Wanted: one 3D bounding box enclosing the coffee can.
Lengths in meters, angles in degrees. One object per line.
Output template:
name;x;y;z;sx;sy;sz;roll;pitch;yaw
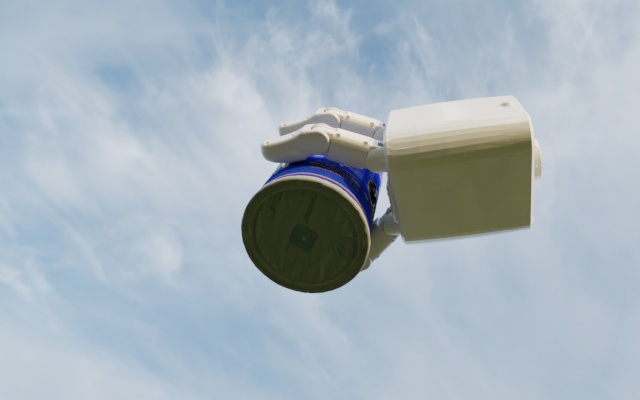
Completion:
coffee can;0.000;0.002;0.432;0.103;0.103;0.140;0;25;12
